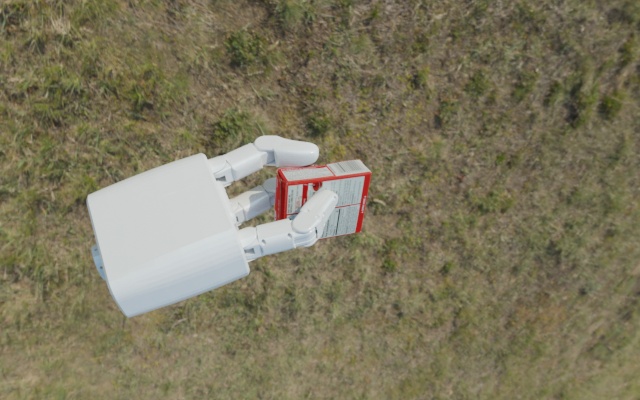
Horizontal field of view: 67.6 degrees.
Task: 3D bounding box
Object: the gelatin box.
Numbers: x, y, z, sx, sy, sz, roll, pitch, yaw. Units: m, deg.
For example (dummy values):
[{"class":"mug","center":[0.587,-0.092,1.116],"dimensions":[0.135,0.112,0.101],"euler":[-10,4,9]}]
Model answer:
[{"class":"gelatin box","center":[0.001,0.002,0.463],"dimensions":[0.089,0.073,0.030],"euler":[-8,36,-20]}]
